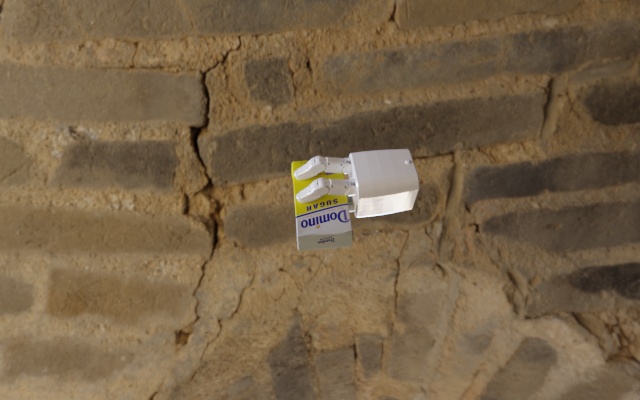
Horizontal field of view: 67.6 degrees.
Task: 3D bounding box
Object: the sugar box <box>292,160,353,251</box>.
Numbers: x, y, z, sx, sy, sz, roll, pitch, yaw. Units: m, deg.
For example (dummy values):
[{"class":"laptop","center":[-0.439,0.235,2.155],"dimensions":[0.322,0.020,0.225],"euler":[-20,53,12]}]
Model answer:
[{"class":"sugar box","center":[0.000,0.002,0.832],"dimensions":[0.093,0.176,0.048],"euler":[-5,-44,-3]}]
